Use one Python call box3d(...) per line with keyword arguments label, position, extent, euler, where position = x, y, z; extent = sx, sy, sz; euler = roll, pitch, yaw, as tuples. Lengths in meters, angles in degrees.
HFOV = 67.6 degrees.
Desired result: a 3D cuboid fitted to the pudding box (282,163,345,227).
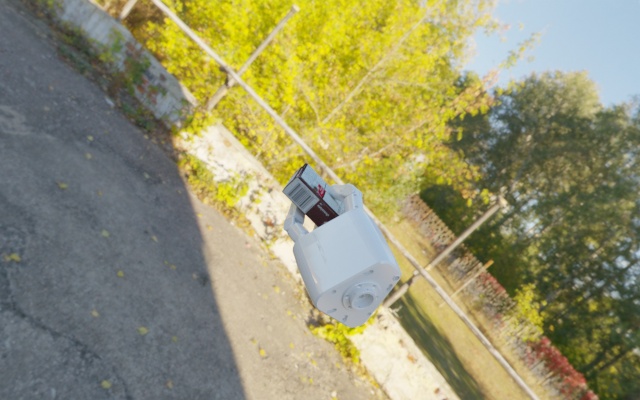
box3d(label="pudding box", position=(0.000, 0.002, 0.717), extent=(0.039, 0.113, 0.090), euler=(-41, 8, 15))
